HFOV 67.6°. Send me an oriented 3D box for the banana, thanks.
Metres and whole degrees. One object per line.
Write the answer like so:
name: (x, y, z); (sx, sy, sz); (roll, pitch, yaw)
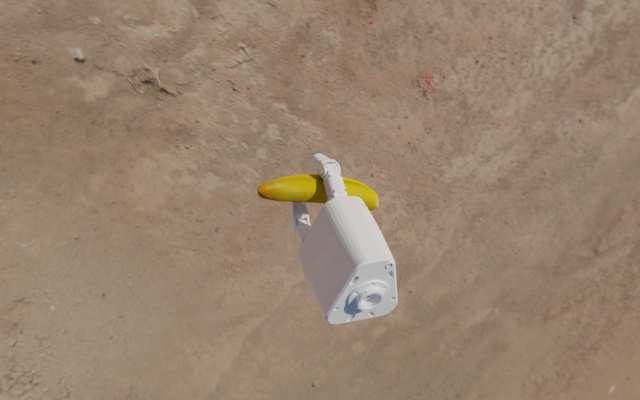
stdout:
banana: (0.014, -0.006, 0.645); (0.198, 0.037, 0.070); (11, -36, -37)
